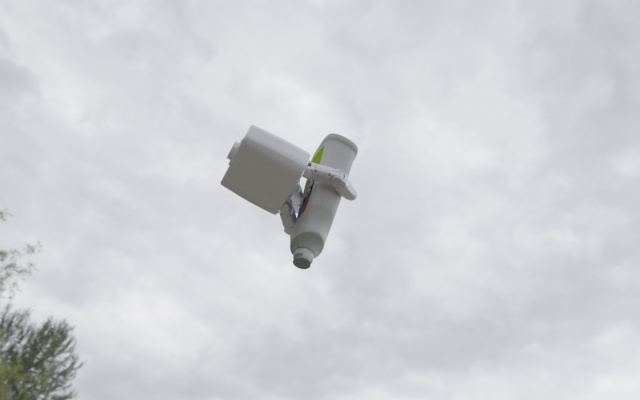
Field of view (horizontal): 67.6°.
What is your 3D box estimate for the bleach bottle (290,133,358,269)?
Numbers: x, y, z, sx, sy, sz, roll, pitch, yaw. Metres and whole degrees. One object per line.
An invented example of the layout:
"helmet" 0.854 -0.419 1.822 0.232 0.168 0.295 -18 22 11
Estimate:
"bleach bottle" 0.000 0.003 0.792 0.068 0.250 0.103 27 -45 -11
